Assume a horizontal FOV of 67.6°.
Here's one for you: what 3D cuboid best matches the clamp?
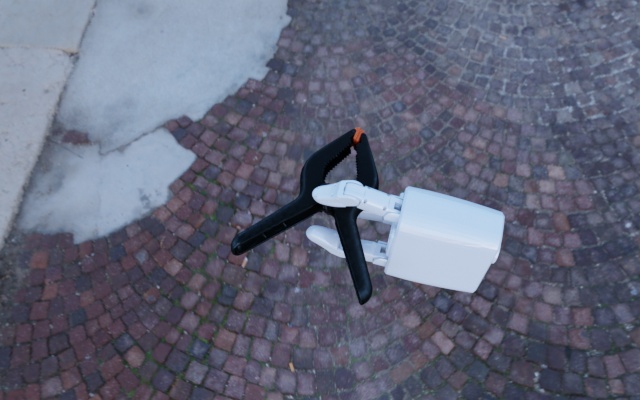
[{"bbox_3d":[0.000,0.001,0.555,0.164,0.210,0.036,14,-25,8],"label":"clamp"}]
